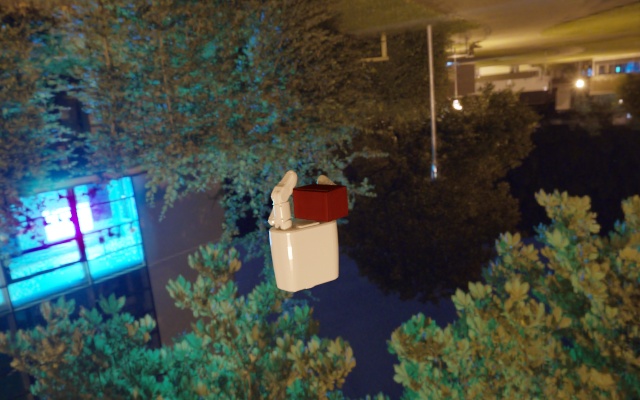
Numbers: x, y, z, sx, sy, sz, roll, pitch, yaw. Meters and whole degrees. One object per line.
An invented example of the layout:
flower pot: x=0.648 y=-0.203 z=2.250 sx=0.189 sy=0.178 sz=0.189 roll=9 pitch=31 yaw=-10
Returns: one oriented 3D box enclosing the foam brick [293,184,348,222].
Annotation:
foam brick: x=0.000 y=0.003 z=0.785 sx=0.078 sy=0.051 sz=0.053 roll=5 pitch=14 yaw=41
